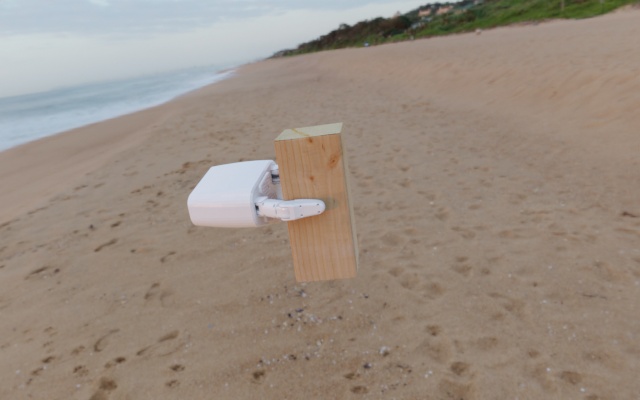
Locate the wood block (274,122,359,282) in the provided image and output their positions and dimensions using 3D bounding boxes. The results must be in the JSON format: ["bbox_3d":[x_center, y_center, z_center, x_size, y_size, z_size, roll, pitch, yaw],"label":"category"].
[{"bbox_3d":[0.000,0.002,0.685,0.090,0.206,0.090,-6,17,8],"label":"wood block"}]
